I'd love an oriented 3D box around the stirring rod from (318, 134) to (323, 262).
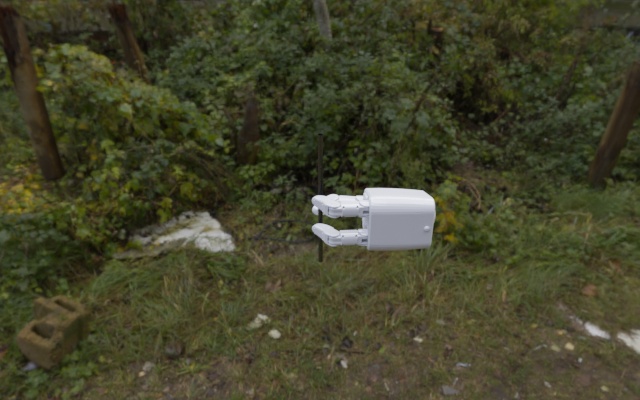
[{"bbox_3d":[0.000,0.003,0.810,0.011,0.240,0.011,0,27,0],"label":"stirring rod"}]
